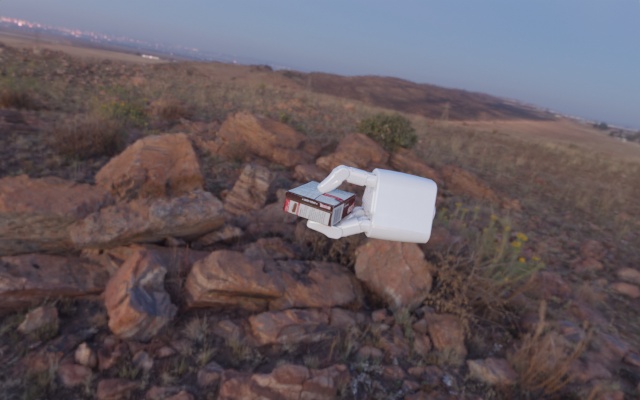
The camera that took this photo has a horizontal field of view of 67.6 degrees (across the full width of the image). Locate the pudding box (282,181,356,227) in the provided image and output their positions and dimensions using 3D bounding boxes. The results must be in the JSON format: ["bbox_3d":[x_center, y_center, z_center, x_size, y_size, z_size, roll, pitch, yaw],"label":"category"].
[{"bbox_3d":[0.000,0.003,0.812,0.090,0.039,0.113,17,16,19],"label":"pudding box"}]
